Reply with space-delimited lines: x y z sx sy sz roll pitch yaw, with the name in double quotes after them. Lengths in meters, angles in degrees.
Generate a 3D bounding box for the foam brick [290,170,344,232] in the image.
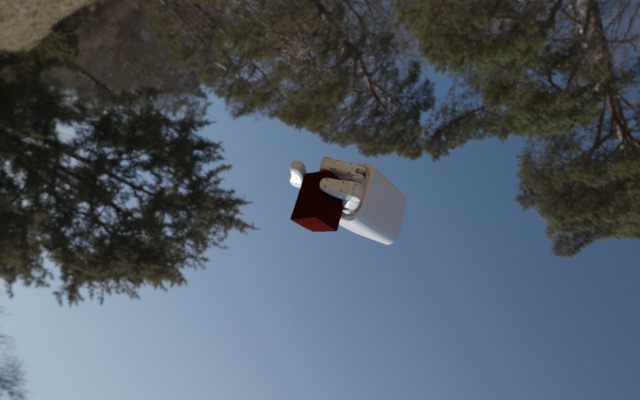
0.000 0.003 0.702 0.053 0.078 0.051 -5 -30 43 "foam brick"
